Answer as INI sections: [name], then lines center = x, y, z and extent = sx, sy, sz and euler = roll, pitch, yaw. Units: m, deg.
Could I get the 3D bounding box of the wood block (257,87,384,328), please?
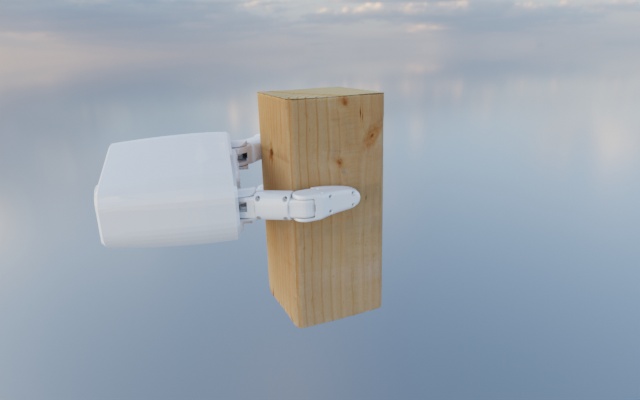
[wood block]
center = 0.000, 0.002, 0.456
extent = 0.090, 0.206, 0.090
euler = -9, 19, -22
